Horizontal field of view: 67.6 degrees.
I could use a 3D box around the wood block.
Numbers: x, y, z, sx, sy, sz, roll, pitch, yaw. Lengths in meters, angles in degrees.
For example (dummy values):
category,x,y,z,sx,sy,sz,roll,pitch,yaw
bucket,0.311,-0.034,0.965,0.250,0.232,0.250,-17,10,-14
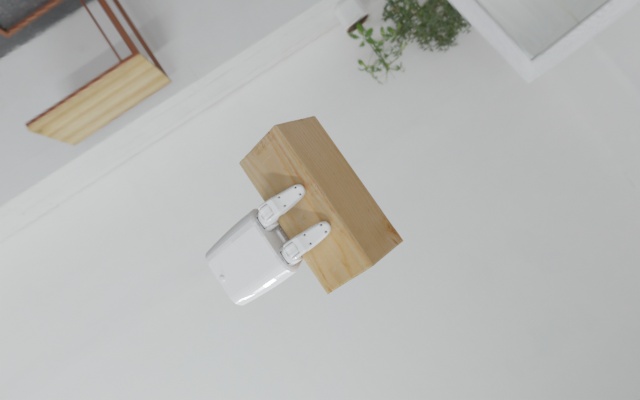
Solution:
category,x,y,z,sx,sy,sz,roll,pitch,yaw
wood block,0.000,0.002,0.626,0.090,0.206,0.091,-39,-8,37
